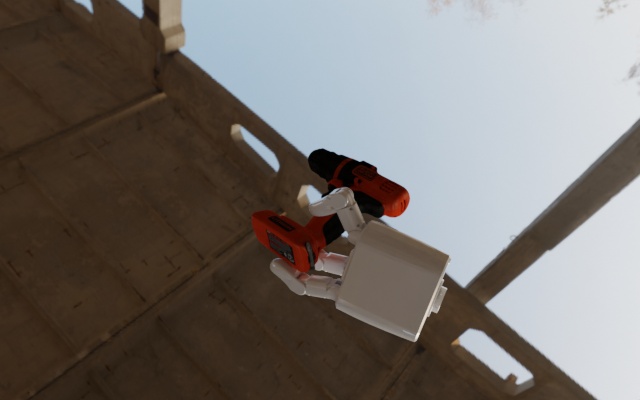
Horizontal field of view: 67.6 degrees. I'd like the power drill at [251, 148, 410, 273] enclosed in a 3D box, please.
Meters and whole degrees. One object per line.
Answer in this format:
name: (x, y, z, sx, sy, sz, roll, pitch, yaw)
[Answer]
power drill: (0.000, 0.003, 0.659, 0.187, 0.057, 0.184, -36, 45, -27)
